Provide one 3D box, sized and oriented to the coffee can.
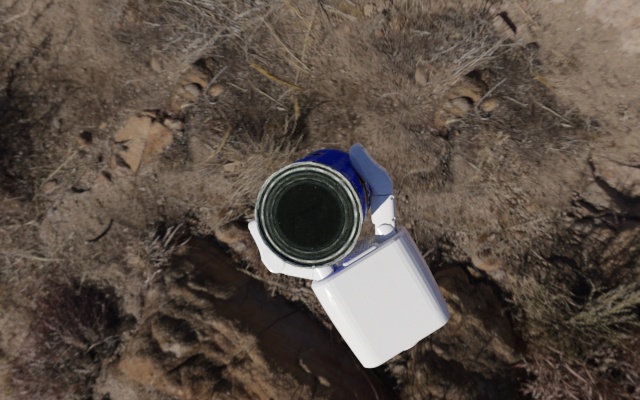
[{"bbox_3d":[0.000,0.001,0.507,0.103,0.103,0.140,0,11,10],"label":"coffee can"}]
